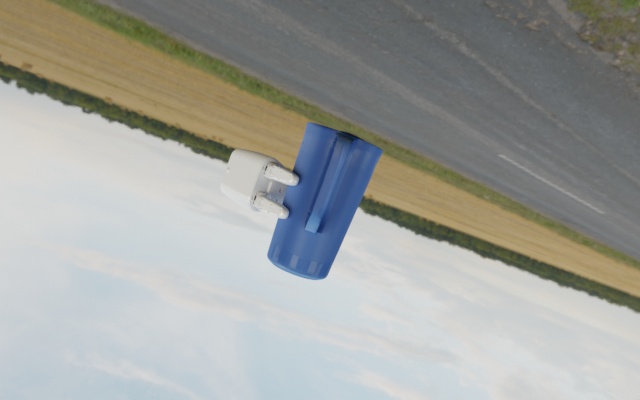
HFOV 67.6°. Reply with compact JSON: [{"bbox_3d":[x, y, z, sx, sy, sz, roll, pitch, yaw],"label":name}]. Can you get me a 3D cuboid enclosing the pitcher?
[{"bbox_3d":[0.000,0.003,0.779,0.145,0.243,0.149,23,4,42],"label":"pitcher"}]
